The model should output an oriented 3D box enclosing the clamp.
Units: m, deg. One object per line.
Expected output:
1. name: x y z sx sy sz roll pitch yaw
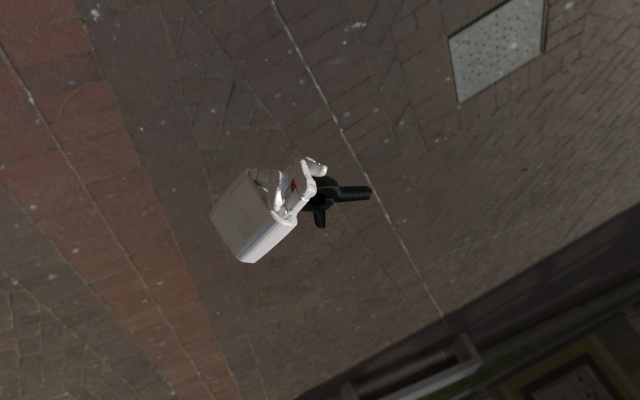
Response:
1. clamp: 0.000 0.003 0.801 0.120 0.039 0.171 -44 -36 24
